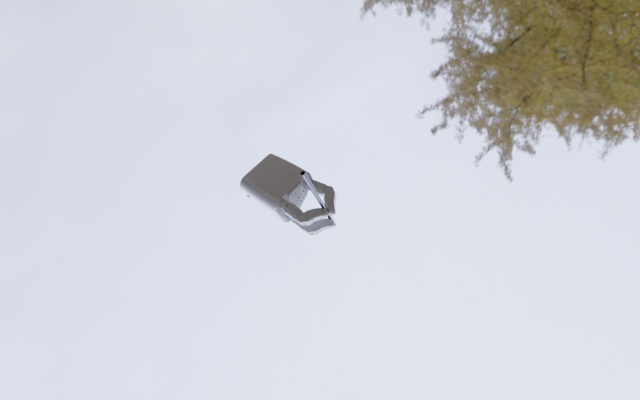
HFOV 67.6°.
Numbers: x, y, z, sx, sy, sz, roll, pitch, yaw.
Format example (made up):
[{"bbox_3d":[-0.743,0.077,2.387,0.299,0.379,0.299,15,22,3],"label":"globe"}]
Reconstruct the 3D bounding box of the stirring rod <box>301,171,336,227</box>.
[{"bbox_3d":[0.000,0.003,0.896,0.011,0.011,0.240,0,-24,15],"label":"stirring rod"}]
